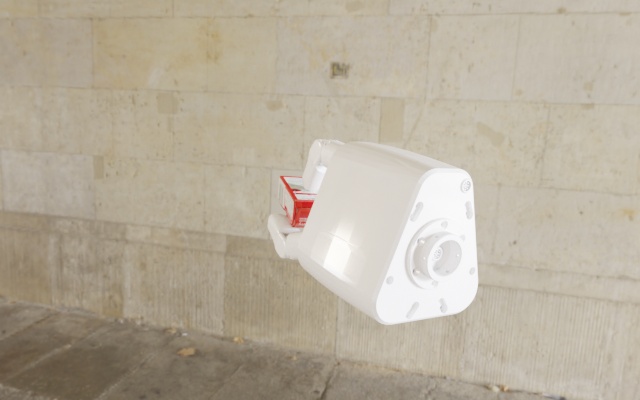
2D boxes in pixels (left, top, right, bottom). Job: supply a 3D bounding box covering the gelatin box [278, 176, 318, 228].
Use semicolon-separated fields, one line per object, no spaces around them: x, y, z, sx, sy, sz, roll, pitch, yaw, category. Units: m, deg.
0.000;0.001;0.480;0.073;0.030;0.089;2;18;-16;gelatin box
